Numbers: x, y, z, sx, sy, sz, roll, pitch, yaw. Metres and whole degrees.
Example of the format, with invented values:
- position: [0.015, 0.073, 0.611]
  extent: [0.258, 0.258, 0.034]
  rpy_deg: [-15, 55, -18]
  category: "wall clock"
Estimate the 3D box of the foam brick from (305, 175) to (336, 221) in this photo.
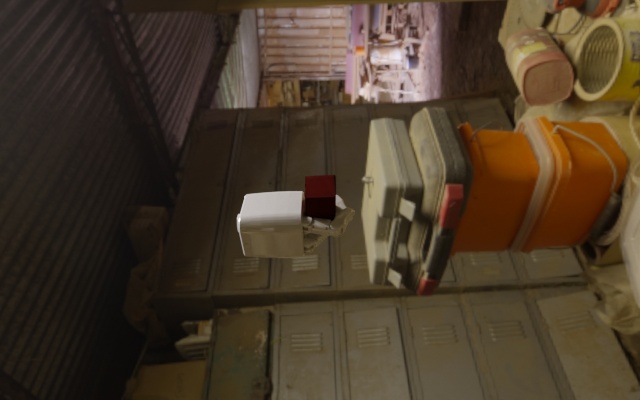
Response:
- position: [0.000, 0.002, 0.802]
  extent: [0.051, 0.053, 0.078]
  rpy_deg: [0, -44, 1]
  category: "foam brick"
